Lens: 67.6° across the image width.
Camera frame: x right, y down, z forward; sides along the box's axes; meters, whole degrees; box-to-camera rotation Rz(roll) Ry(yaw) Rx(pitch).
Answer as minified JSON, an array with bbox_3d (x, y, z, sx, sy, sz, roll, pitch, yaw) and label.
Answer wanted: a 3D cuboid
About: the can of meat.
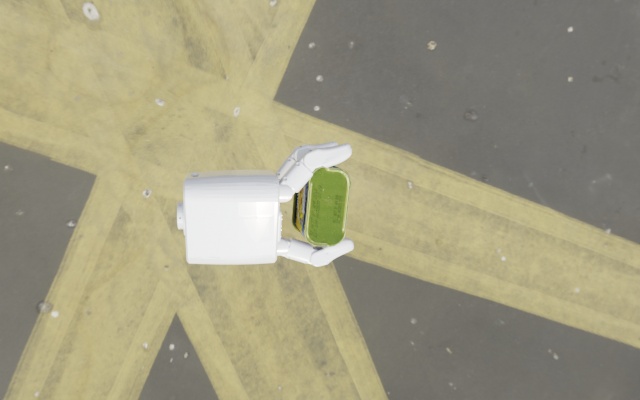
[{"bbox_3d":[0.000,0.002,0.602,0.057,0.102,0.084,3,8,-12],"label":"can of meat"}]
